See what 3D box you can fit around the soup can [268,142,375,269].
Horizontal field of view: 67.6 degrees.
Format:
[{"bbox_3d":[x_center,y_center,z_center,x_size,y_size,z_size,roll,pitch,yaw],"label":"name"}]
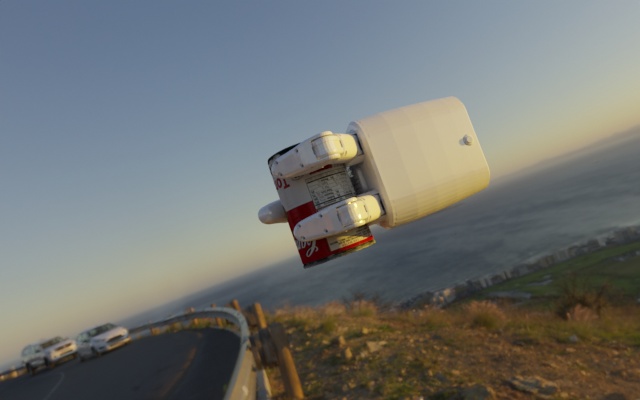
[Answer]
[{"bbox_3d":[-0.001,0.001,0.427,0.068,0.102,0.068,-20,-4,-2],"label":"soup can"}]
